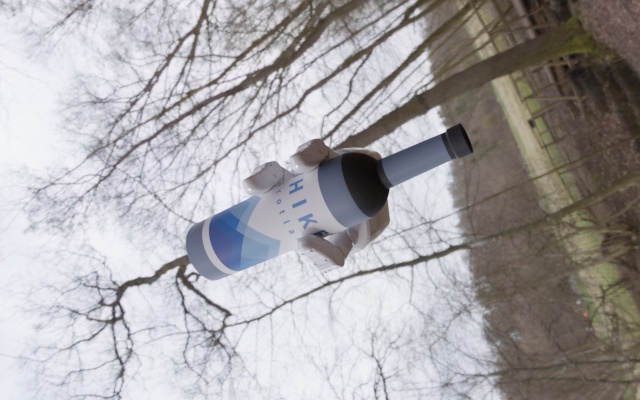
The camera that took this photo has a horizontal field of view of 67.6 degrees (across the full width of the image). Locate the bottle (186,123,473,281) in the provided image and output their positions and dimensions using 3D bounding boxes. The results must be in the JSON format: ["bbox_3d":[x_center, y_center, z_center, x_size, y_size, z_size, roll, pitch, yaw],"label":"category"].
[{"bbox_3d":[0.000,0.002,0.461,0.296,0.069,0.069,-24,-10,24],"label":"bottle"}]
